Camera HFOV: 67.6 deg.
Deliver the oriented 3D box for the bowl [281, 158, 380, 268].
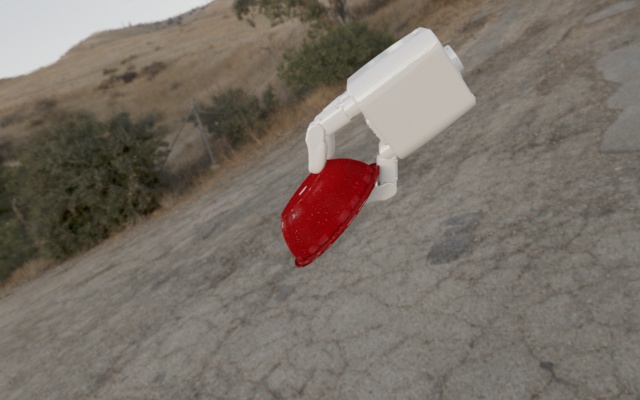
[{"bbox_3d":[-0.001,0.003,0.587,0.055,0.162,0.162,38,-8,-10],"label":"bowl"}]
